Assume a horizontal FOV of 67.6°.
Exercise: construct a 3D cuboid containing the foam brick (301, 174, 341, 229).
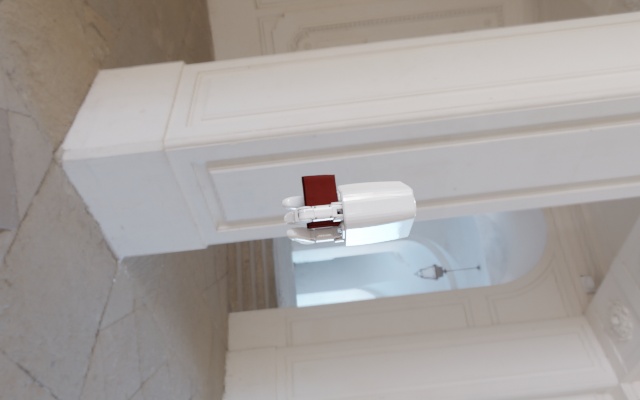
[{"bbox_3d":[0.000,0.002,0.741,0.051,0.078,0.053,-6,-8,-2],"label":"foam brick"}]
